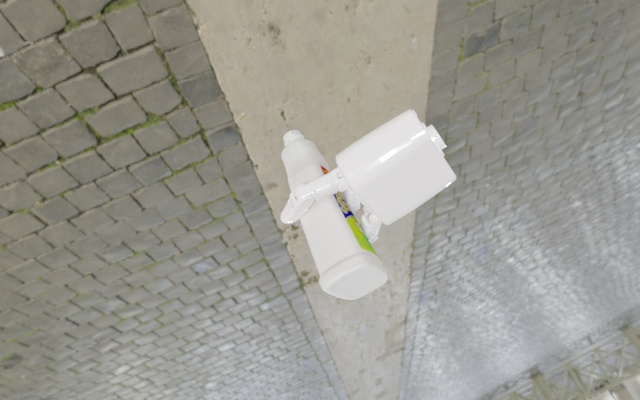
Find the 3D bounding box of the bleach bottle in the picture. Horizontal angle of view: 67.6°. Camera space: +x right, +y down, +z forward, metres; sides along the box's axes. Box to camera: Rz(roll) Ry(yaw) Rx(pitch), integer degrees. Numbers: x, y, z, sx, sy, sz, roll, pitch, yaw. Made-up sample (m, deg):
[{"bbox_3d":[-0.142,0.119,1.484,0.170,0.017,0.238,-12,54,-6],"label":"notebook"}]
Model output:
[{"bbox_3d":[0.000,0.002,0.627,0.068,0.250,0.103,-33,-31,13],"label":"bleach bottle"}]
